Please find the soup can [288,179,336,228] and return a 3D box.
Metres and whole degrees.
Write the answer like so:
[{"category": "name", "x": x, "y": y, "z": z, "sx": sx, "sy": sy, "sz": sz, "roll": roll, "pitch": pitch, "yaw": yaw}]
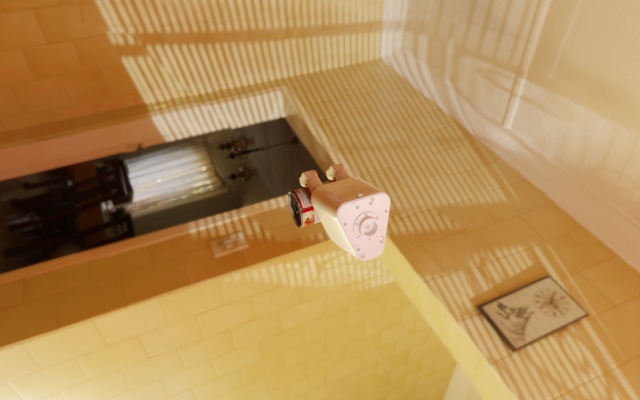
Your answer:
[{"category": "soup can", "x": 0.000, "y": 0.003, "z": 0.863, "sx": 0.102, "sy": 0.068, "sz": 0.068, "roll": -16, "pitch": 5, "yaw": -17}]
